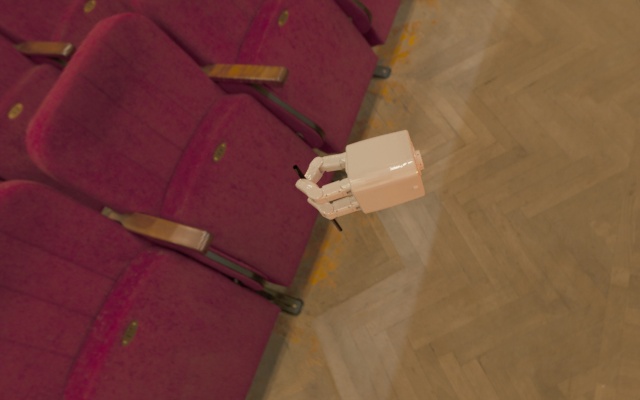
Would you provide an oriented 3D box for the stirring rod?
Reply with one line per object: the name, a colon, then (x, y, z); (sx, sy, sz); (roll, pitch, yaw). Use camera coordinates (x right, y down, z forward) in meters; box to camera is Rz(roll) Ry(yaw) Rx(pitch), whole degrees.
stirring rod: (0.000, 0.003, 0.857); (0.011, 0.011, 0.240); (0, -28, 22)
